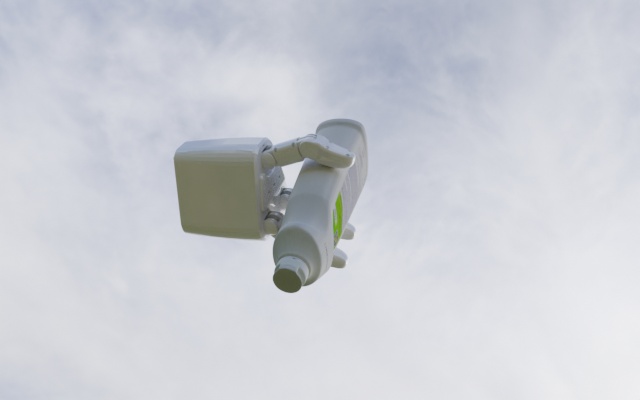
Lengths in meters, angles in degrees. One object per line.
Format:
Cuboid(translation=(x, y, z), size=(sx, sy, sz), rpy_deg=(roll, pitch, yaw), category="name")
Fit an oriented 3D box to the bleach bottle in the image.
Cuboid(translation=(0.000, 0.002, 0.528), size=(0.068, 0.103, 0.250), rpy_deg=(1, 31, 16), category="bleach bottle")
